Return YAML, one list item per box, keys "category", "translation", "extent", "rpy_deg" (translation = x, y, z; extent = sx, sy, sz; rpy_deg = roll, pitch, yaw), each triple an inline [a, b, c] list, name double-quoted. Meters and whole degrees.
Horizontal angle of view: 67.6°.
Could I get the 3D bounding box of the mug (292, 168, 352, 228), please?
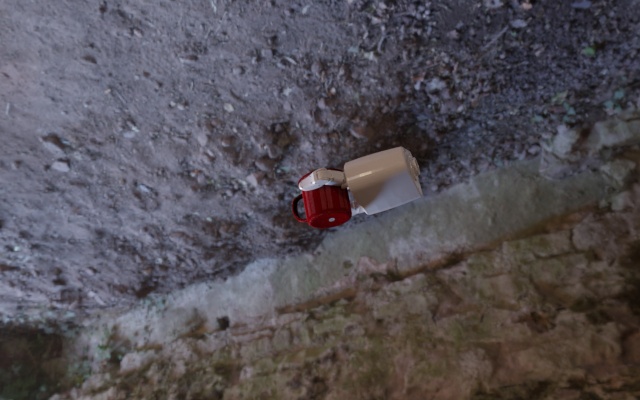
- category: "mug"
  translation: [-0.001, 0.003, 0.864]
  extent: [0.117, 0.081, 0.093]
  rpy_deg: [-19, -25, 20]
